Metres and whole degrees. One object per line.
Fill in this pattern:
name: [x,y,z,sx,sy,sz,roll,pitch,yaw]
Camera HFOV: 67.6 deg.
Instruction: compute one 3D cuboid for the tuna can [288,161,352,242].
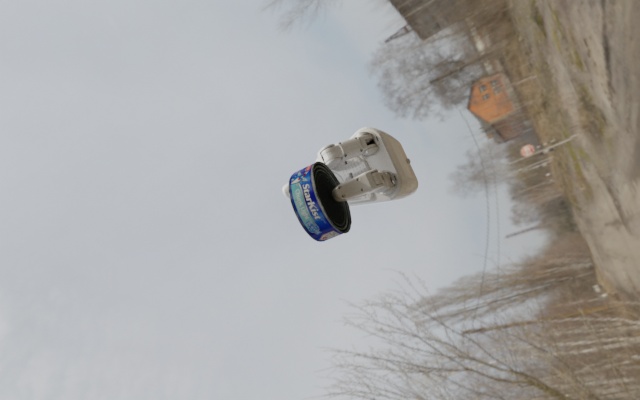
tuna can: [0.000,0.002,0.534,0.034,0.086,0.086,-23,-9,21]
